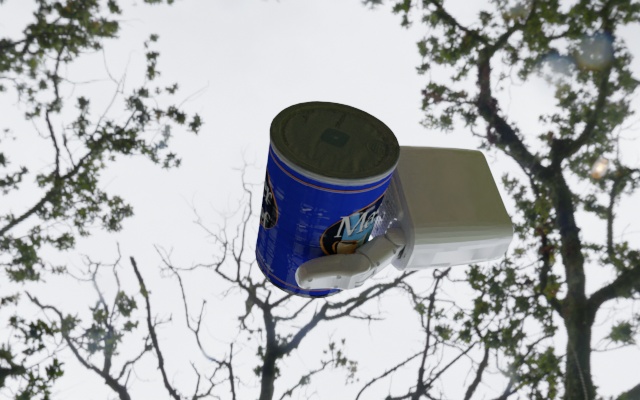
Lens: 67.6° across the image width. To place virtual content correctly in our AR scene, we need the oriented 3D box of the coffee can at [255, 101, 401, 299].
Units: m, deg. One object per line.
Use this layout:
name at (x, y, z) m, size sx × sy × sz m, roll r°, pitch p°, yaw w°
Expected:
coffee can at (0.000, 0.001, 0.412) m, size 0.103 × 0.140 × 0.102 m, roll 7°, pitch 42°, yaw -7°
